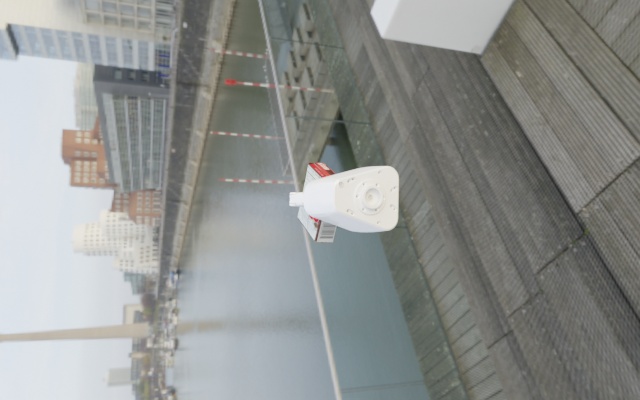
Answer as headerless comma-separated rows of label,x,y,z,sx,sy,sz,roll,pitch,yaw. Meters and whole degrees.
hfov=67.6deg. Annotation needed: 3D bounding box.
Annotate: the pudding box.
pudding box,0.000,0.003,0.815,0.039,0.113,0.090,2,26,-25
